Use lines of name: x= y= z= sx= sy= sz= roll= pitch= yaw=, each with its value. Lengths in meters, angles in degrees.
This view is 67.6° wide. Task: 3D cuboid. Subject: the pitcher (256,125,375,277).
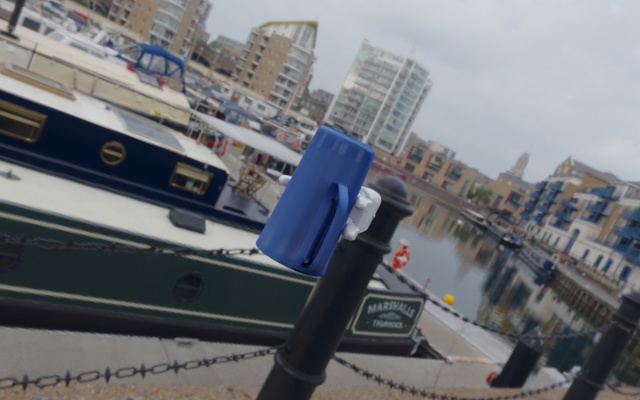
pitcher: x=0.000 y=0.003 z=0.817 sx=0.149 sy=0.243 sz=0.145 roll=29 pitch=8 yaw=21
